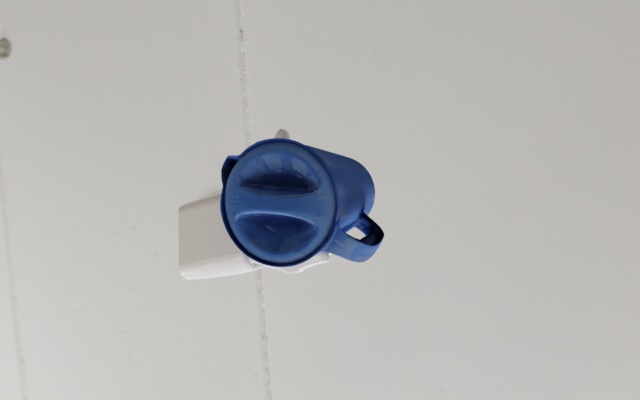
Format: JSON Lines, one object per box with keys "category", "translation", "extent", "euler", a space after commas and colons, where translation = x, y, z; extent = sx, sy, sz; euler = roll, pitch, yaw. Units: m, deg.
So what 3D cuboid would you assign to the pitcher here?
{"category": "pitcher", "translation": [0.000, 0.002, 0.594], "extent": [0.145, 0.149, 0.243], "euler": [-15, -1, 20]}
